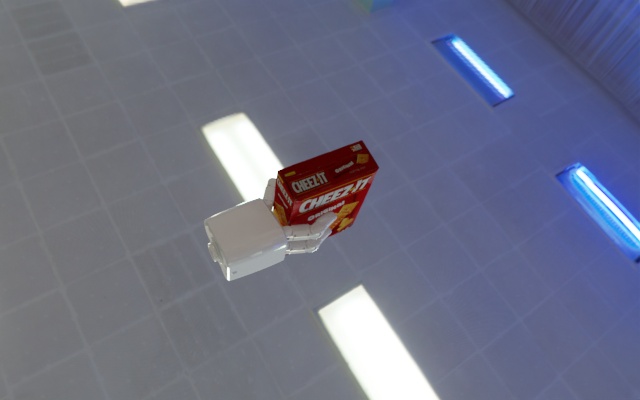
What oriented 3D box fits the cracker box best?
[{"bbox_3d":[0.000,0.003,0.862,0.164,0.072,0.214,-22,-24,-21],"label":"cracker box"}]
